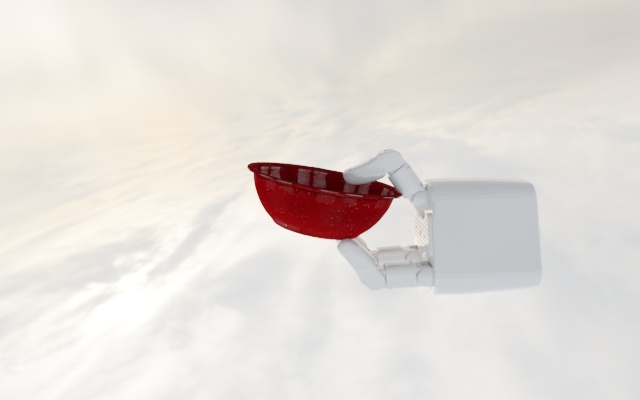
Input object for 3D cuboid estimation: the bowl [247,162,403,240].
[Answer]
[{"bbox_3d":[-0.001,0.002,0.497,0.162,0.055,0.162,11,10,-2],"label":"bowl"}]
